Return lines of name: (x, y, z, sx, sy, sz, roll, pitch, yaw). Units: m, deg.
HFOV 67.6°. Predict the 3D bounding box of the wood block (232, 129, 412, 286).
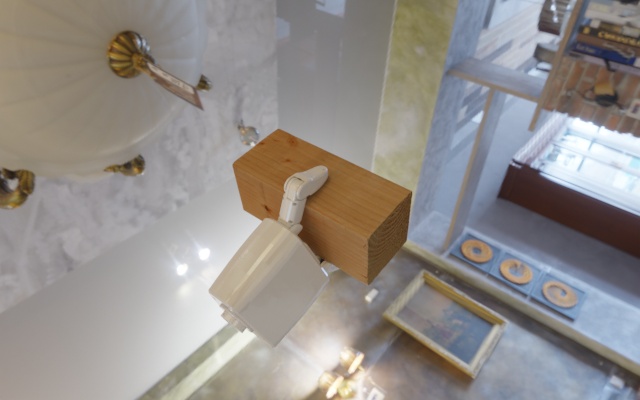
wood block: (0.000, 0.002, 0.594, 0.206, 0.091, 0.090, 28, 54, 28)
